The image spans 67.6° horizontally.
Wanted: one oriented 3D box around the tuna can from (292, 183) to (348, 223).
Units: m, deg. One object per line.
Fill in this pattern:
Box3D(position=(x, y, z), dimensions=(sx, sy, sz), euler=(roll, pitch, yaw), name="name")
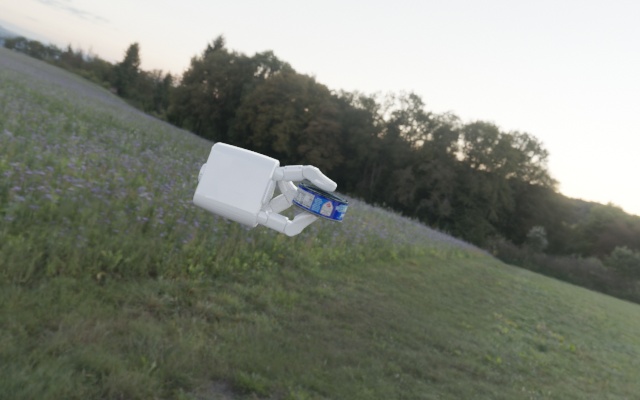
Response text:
Box3D(position=(0.000, 0.002, 0.752), dimensions=(0.086, 0.034, 0.086), euler=(22, 7, -3), name="tuna can")
